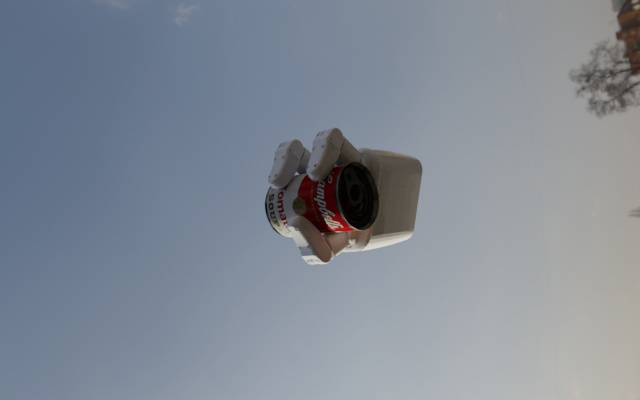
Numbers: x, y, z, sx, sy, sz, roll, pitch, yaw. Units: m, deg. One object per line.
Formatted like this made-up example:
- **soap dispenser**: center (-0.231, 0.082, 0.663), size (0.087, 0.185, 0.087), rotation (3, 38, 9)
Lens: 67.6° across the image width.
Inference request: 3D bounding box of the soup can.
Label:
- **soup can**: center (0.000, 0.002, 0.498), size (0.102, 0.068, 0.068), rotation (-9, -6, 40)
